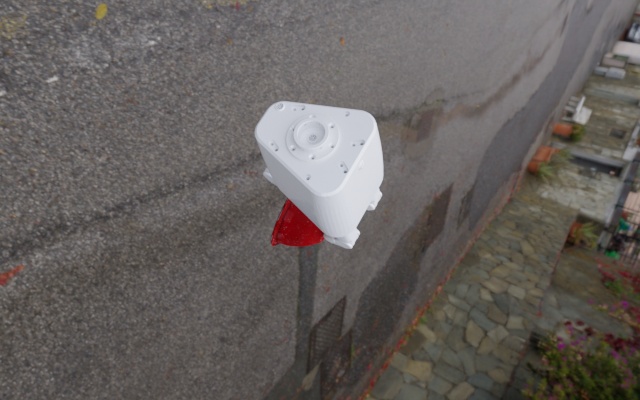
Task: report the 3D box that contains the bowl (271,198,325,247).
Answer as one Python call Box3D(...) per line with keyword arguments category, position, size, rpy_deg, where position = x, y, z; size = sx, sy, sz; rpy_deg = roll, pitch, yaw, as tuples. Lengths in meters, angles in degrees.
Box3D(category="bowl", position=(0.001, 0.002, 0.624), size=(0.055, 0.162, 0.162), rpy_deg=(30, 3, 6))
